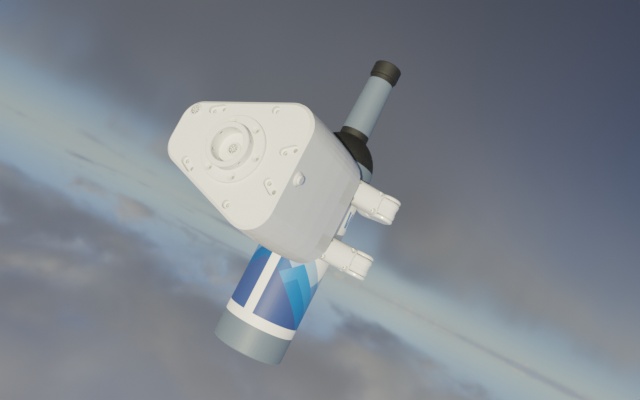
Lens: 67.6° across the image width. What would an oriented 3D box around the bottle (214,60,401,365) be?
[{"bbox_3d":[0.000,0.002,0.447,0.069,0.295,0.069,26,-7,3],"label":"bottle"}]
